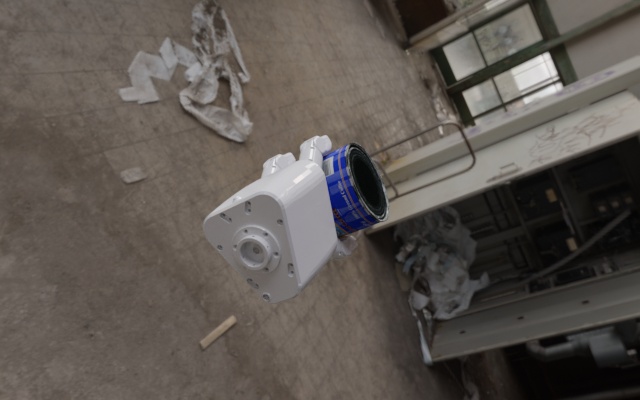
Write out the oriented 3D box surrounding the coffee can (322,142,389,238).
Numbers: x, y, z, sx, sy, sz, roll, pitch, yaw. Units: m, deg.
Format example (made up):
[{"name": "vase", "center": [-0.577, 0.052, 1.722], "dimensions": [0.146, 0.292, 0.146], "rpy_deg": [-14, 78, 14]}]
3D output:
[{"name": "coffee can", "center": [0.000, 0.002, 0.597], "dimensions": [0.140, 0.103, 0.103], "rpy_deg": [-23, -10, 25]}]
